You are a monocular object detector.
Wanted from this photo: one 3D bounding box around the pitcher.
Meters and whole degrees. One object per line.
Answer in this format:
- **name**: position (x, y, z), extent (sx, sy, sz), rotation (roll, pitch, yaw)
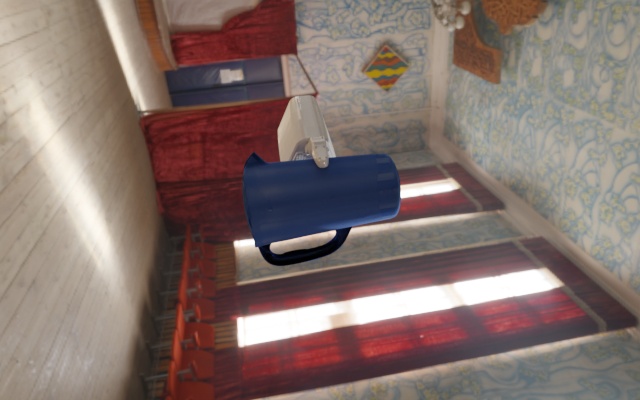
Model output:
- **pitcher**: position (0.000, 0.002, 0.768), extent (0.243, 0.145, 0.149), rotation (-8, -33, -8)
